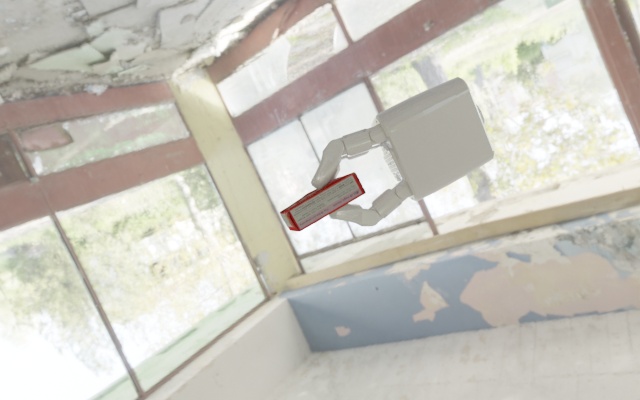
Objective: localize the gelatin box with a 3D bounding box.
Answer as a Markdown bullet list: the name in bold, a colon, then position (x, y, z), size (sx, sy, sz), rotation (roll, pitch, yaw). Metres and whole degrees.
- **gelatin box**: position (0.000, 0.002, 0.550), size (0.089, 0.030, 0.073), rotation (-31, 4, -11)
